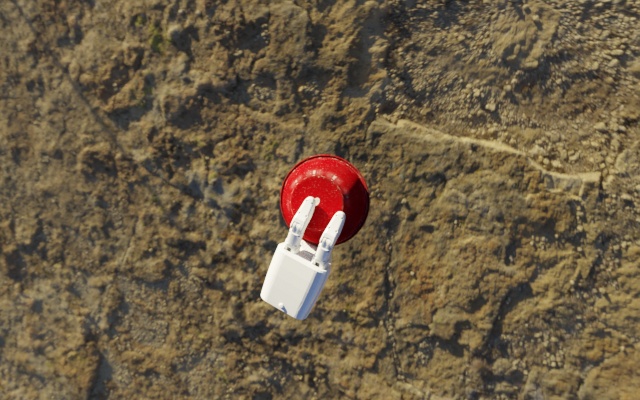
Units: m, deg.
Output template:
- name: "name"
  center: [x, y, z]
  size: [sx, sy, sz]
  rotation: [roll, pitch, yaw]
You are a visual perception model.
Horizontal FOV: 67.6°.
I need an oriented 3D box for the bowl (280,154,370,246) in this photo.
- name: "bowl"
  center: [0.000, 0.001, 0.808]
  size: [0.162, 0.162, 0.055]
  rotation: [0, 4, 14]
